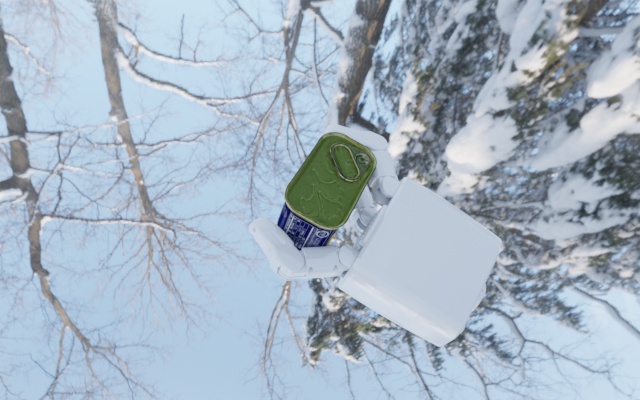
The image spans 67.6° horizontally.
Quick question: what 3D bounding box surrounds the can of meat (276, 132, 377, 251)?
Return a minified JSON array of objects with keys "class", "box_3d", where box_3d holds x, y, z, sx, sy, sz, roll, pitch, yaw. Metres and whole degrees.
[{"class":"can of meat","box_3d":[0.000,0.002,0.441,0.057,0.102,0.084,30,-36,2]}]
